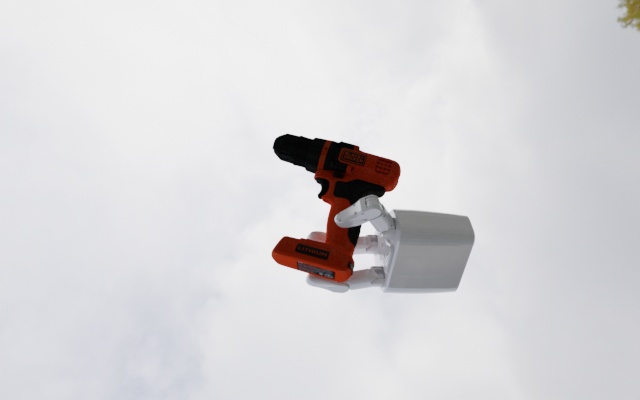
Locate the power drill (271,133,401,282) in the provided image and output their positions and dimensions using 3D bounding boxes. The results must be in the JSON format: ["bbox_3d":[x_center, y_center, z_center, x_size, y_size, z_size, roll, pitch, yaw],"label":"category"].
[{"bbox_3d":[0.000,0.003,0.641,0.184,0.187,0.057,15,-22,10],"label":"power drill"}]
